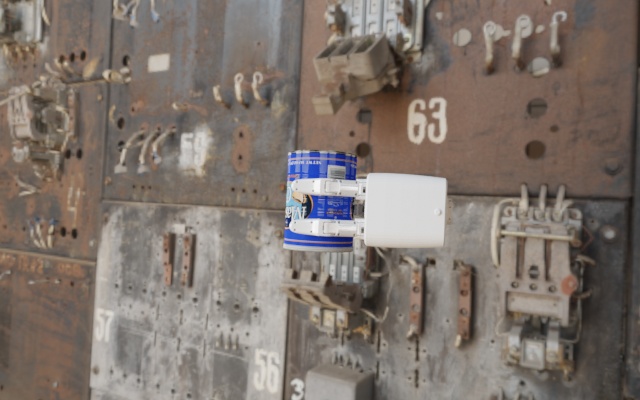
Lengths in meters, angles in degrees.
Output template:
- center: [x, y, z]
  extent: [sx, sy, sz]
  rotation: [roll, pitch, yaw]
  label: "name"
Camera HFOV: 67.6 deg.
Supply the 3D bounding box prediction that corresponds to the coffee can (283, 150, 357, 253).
- center: [0.000, 0.002, 0.702]
  extent: [0.103, 0.140, 0.103]
  rotation: [3, -2, 0]
  label: "coffee can"
